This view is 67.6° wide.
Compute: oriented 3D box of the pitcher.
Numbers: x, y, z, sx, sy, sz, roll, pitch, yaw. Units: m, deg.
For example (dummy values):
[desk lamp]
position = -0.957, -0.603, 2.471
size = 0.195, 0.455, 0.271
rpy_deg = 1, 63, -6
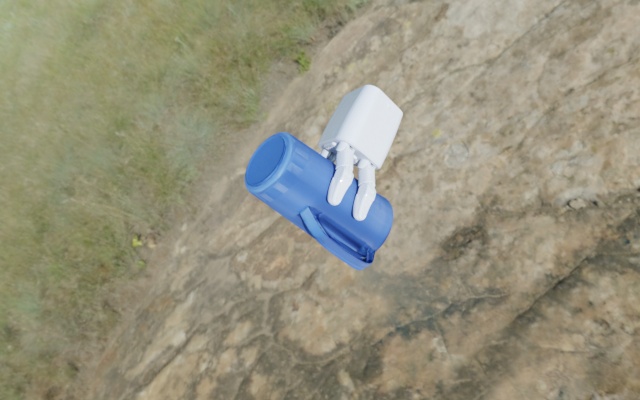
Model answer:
[pitcher]
position = 0.000, 0.002, 0.776
size = 0.243, 0.145, 0.149
rpy_deg = 34, -13, -35
